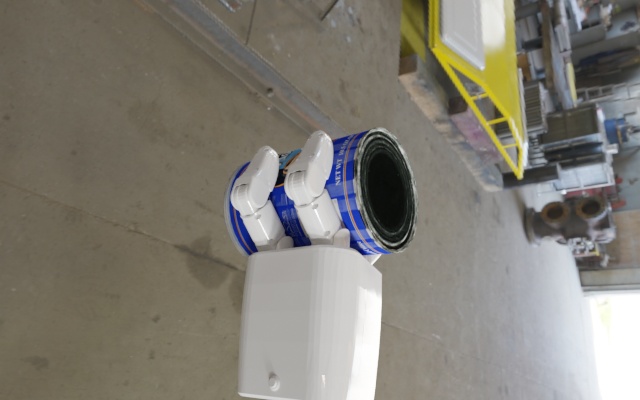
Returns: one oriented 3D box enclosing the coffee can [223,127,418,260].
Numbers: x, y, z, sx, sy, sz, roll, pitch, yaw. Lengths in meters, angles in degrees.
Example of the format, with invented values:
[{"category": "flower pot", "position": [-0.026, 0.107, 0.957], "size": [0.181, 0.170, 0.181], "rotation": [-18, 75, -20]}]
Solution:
[{"category": "coffee can", "position": [0.000, 0.001, 0.422], "size": [0.140, 0.103, 0.103], "rotation": [-10, -6, 35]}]
